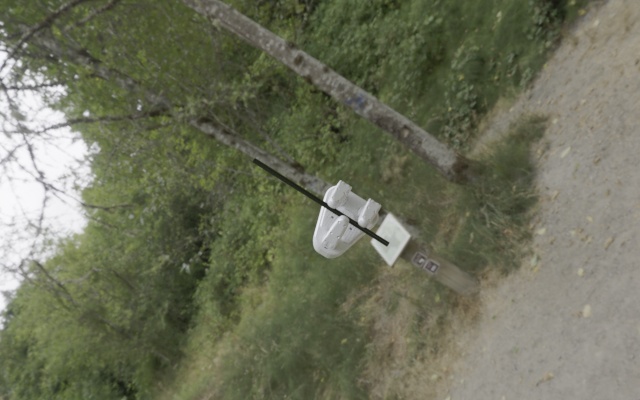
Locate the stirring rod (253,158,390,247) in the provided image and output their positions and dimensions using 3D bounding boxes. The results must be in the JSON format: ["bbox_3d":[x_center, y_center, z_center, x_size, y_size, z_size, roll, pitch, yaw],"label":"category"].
[{"bbox_3d":[0.000,0.002,0.723,0.239,0.011,0.011,32,2,3],"label":"stirring rod"}]
